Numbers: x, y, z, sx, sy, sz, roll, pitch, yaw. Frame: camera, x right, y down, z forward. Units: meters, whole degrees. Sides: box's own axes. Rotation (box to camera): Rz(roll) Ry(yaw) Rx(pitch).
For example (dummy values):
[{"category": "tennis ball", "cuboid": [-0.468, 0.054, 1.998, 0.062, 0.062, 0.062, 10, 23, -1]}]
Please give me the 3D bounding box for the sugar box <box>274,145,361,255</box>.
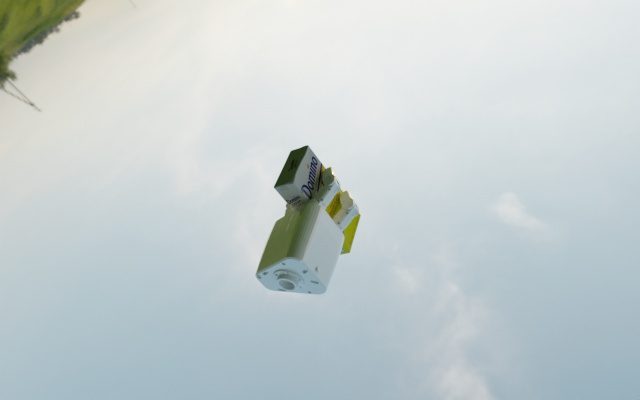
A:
[{"category": "sugar box", "cuboid": [0.001, 0.003, 0.803, 0.048, 0.093, 0.176, -13, -50, 32]}]
